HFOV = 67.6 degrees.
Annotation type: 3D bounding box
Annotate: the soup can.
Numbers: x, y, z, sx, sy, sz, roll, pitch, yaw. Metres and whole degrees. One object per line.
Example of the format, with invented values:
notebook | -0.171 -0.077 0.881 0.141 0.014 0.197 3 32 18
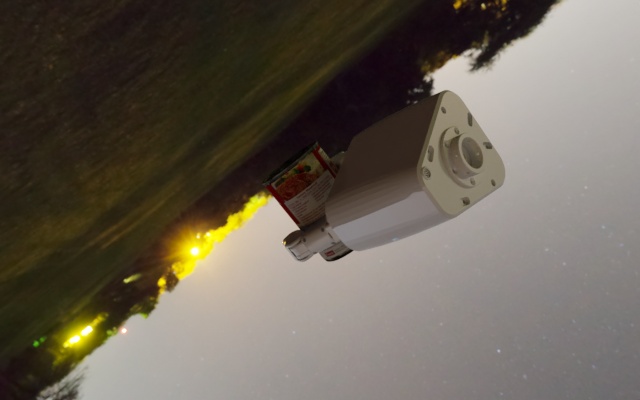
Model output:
soup can | 0.000 0.002 0.475 0.068 0.102 0.068 -37 11 8
